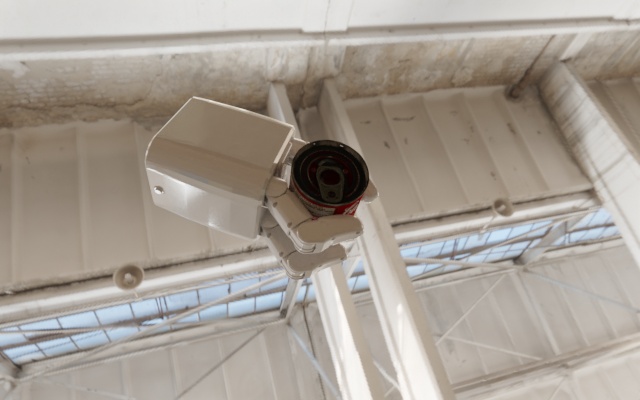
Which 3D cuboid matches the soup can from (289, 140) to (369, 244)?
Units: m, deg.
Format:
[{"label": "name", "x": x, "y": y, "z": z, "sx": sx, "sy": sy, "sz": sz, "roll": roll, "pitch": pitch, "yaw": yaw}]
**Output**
[{"label": "soup can", "x": 0.001, "y": 0.002, "z": 0.448, "sx": 0.068, "sy": 0.068, "sz": 0.102, "roll": 0, "pitch": -32, "yaw": -12}]
